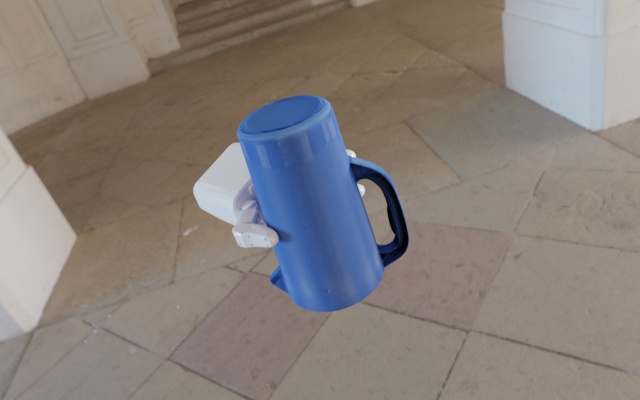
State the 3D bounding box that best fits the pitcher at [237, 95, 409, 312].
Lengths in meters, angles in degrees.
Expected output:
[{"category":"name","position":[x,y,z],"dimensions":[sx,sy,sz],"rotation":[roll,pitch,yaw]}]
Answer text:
[{"category":"pitcher","position":[0.000,0.002,0.575],"dimensions":[0.145,0.243,0.149],"rotation":[17,45,43]}]
